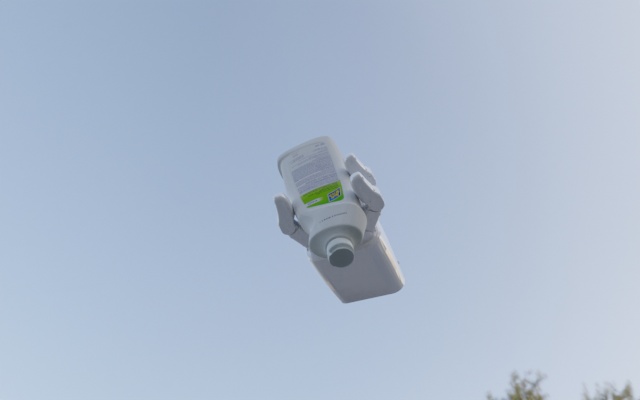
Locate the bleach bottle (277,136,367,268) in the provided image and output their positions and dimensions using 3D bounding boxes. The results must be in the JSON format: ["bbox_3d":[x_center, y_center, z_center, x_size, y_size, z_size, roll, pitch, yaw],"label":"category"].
[{"bbox_3d":[0.000,0.002,0.642,0.102,0.068,0.250,-25,32,7],"label":"bleach bottle"}]
